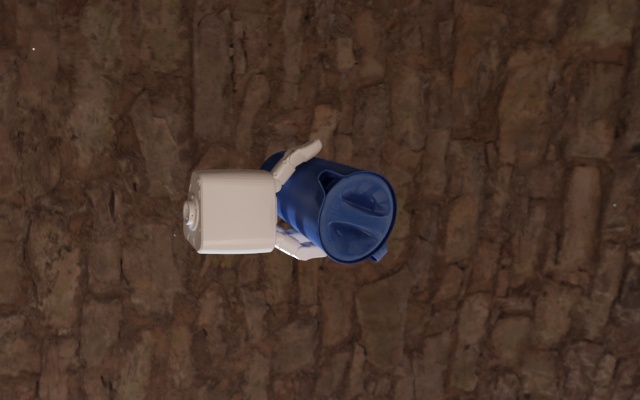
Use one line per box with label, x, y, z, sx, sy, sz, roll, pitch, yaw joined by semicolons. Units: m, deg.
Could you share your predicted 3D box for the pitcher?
pitcher;0.000;0.002;0.749;0.145;0.149;0.242;-3;17;-31
